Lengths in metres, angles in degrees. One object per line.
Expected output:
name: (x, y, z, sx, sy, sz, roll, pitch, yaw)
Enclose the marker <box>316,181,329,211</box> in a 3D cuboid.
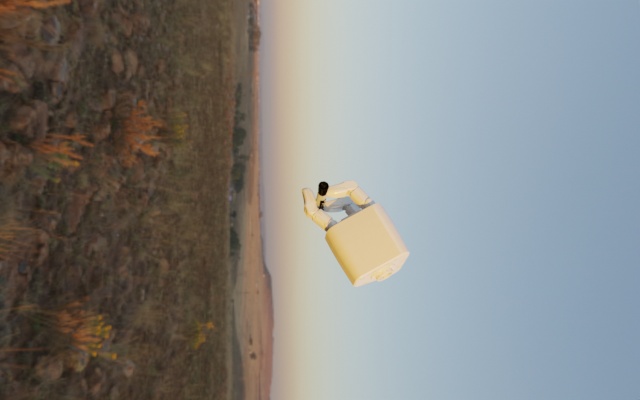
marker: (0.000, 0.003, 0.873, 0.020, 0.020, 0.121, 0, -31, -7)
